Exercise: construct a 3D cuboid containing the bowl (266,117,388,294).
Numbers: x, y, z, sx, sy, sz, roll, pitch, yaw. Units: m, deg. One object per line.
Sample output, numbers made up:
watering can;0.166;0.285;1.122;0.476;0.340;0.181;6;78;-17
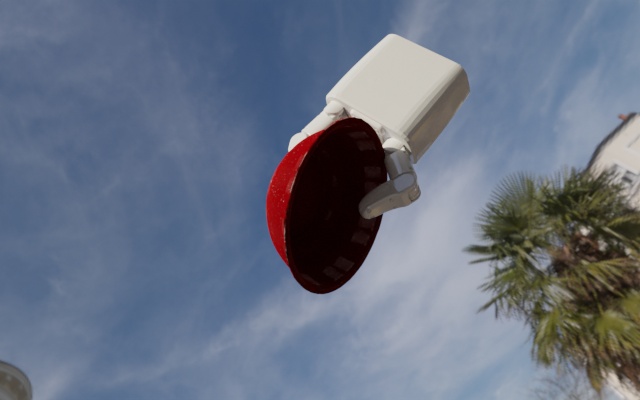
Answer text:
bowl;-0.001;0.002;0.443;0.055;0.162;0.162;14;8;34
